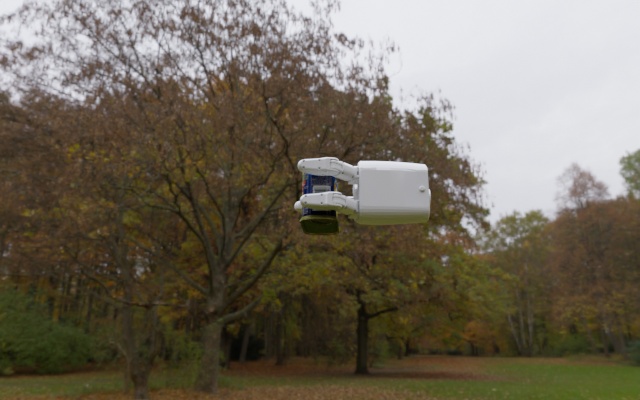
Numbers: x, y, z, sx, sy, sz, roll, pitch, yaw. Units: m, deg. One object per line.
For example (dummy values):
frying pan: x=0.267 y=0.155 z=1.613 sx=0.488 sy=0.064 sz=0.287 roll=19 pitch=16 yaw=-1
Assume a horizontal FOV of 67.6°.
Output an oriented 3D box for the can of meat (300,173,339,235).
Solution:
can of meat: x=0.000 y=0.002 z=0.748 sx=0.057 sy=0.084 sz=0.102 roll=0 pitch=-17 yaw=3
